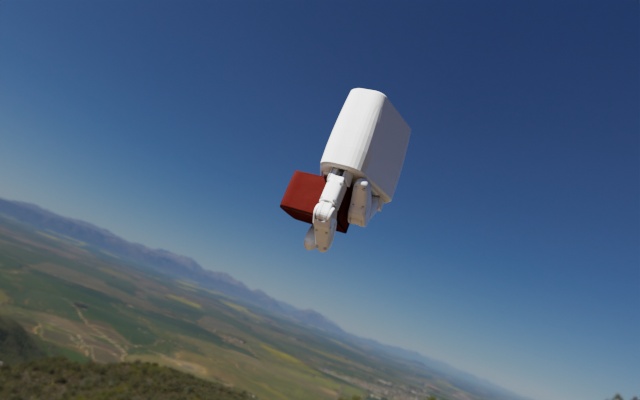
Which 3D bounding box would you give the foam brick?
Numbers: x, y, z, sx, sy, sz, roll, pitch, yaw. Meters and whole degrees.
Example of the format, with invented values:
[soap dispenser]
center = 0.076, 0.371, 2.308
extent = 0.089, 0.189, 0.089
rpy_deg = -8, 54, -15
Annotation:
[foam brick]
center = 0.000, 0.002, 0.594
extent = 0.078, 0.051, 0.053
rpy_deg = 15, -14, 21
